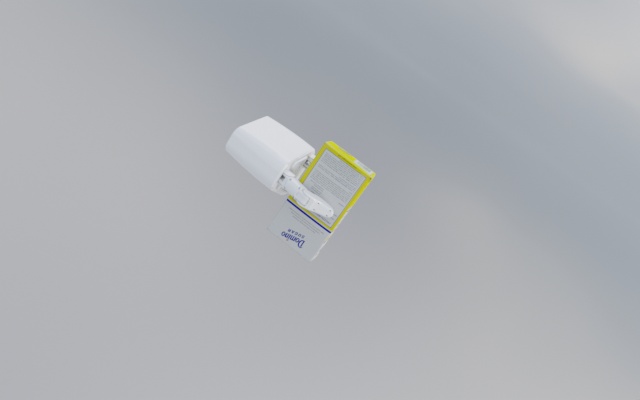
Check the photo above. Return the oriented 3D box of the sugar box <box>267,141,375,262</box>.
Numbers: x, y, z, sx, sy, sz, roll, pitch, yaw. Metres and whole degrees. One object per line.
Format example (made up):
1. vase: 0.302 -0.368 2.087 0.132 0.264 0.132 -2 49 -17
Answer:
1. sugar box: 0.000 0.002 0.772 0.093 0.176 0.048 38 19 8
